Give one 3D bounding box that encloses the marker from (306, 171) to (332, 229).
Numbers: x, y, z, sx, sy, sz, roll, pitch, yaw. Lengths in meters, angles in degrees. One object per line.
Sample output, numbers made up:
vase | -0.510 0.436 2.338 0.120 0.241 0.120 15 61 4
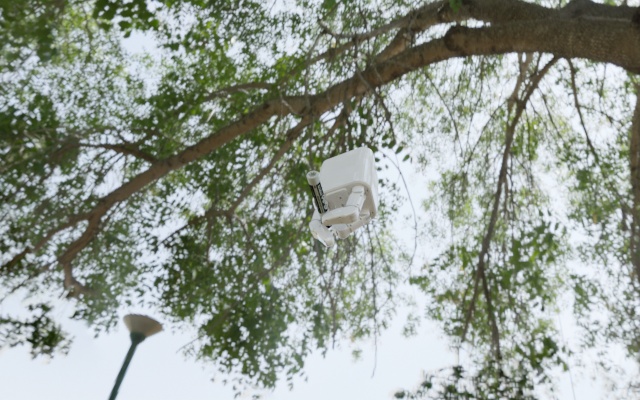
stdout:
marker | 0.000 0.003 0.785 0.020 0.121 0.020 -9 42 9
